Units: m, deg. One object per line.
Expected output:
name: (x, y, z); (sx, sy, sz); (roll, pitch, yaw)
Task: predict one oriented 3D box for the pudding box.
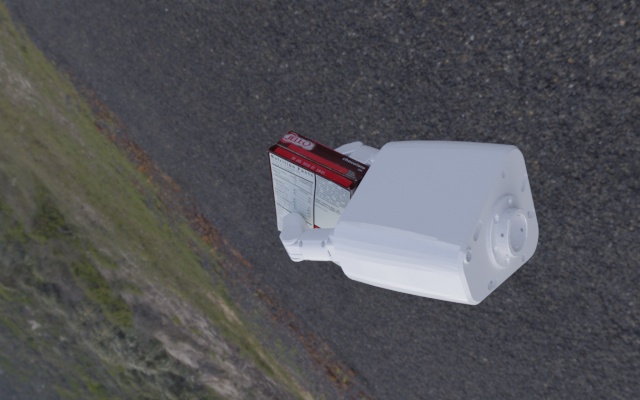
pudding box: (0.000, 0.002, 0.438); (0.090, 0.114, 0.039); (28, 52, 24)
